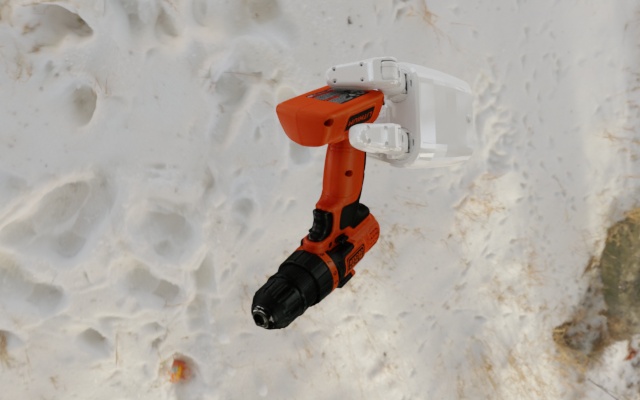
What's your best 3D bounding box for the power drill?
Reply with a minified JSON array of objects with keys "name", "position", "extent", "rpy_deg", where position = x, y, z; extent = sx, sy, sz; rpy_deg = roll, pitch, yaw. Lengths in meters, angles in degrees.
[{"name":"power drill","position":[0.000,0.001,0.424],"extent":[0.057,0.188,0.184],"rpy_deg":[18,32,26]}]
